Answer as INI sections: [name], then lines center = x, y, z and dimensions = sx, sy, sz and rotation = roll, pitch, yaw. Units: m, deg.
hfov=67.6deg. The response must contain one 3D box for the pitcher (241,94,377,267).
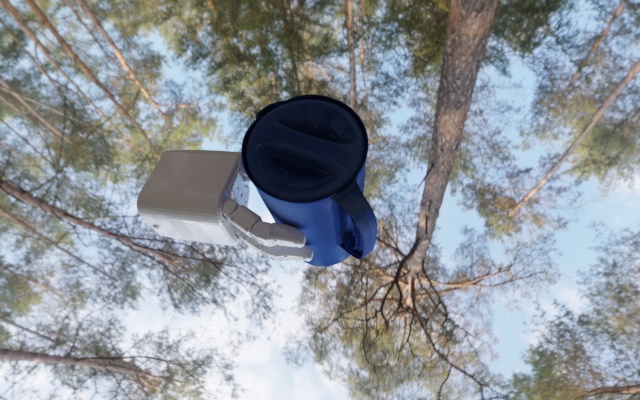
[pitcher]
center = 0.000, 0.002, 0.590
dimensions = 0.145, 0.149, 0.243
rotation = 2, -27, 8
